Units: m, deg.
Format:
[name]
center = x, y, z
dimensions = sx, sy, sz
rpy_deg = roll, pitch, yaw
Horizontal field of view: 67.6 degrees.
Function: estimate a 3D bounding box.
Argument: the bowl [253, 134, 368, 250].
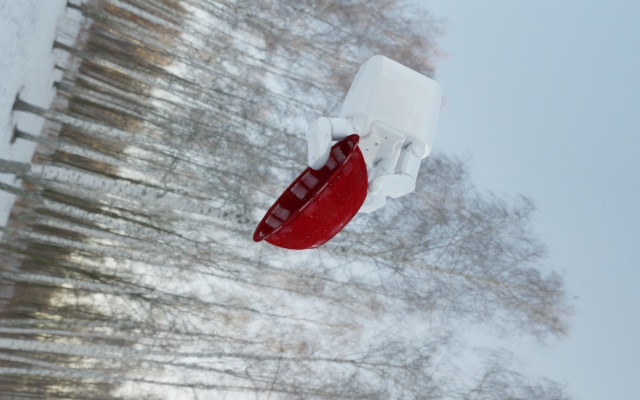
[bowl]
center = 0.000, 0.003, 0.526
dimensions = 0.055, 0.162, 0.162
rpy_deg = 45, -12, -12
